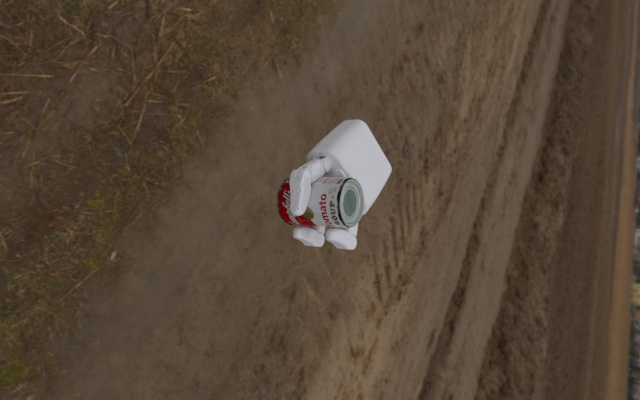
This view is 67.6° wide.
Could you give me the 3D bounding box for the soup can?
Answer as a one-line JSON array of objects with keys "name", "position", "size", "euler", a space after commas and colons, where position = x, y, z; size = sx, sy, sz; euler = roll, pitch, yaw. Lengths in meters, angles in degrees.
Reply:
[{"name": "soup can", "position": [0.000, 0.002, 0.653], "size": [0.102, 0.068, 0.068], "euler": [2, 1, 34]}]
